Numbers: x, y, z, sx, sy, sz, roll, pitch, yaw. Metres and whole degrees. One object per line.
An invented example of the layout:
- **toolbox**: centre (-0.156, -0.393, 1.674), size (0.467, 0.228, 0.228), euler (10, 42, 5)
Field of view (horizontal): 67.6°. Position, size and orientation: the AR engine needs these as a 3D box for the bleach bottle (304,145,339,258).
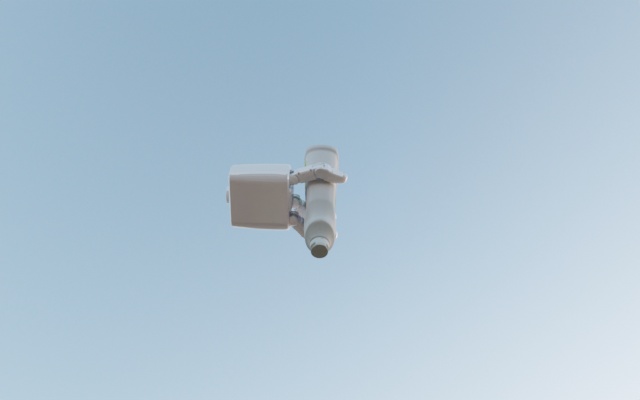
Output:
- **bleach bottle**: centre (0.000, 0.003, 0.851), size (0.068, 0.103, 0.250), euler (1, 35, 0)
